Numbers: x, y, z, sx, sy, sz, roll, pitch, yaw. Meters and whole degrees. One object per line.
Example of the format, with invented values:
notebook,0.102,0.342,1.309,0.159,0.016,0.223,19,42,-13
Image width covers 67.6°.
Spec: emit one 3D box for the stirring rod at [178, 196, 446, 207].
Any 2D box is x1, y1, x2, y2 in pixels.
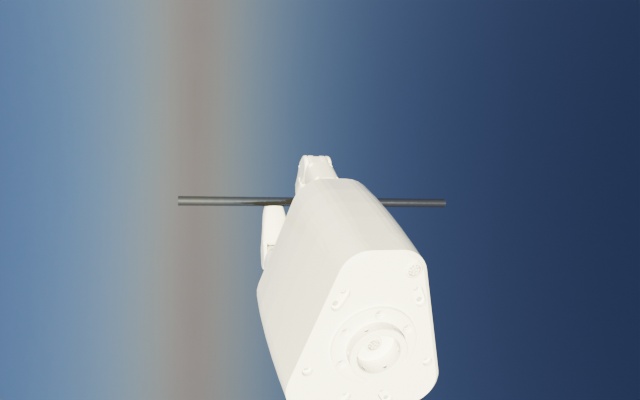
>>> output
stirring rod,0.000,0.001,0.420,0.239,0.011,0.011,1,0,-15
